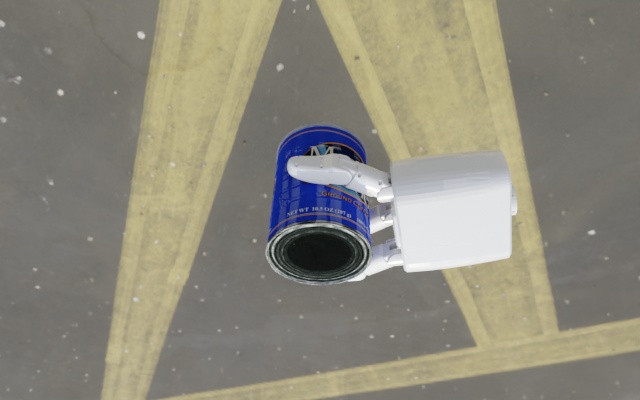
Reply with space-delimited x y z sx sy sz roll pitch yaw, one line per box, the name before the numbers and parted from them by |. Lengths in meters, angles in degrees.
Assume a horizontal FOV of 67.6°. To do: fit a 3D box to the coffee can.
coffee can | 0.000 0.002 0.500 0.103 0.140 0.103 1 -42 1
